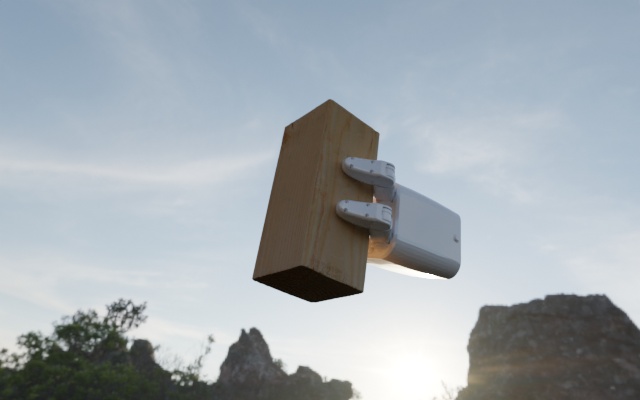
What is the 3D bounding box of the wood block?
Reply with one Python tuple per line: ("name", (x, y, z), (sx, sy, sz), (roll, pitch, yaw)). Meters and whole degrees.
("wood block", (0.000, 0.002, 0.554), (0.090, 0.206, 0.091), (28, -34, -32))
